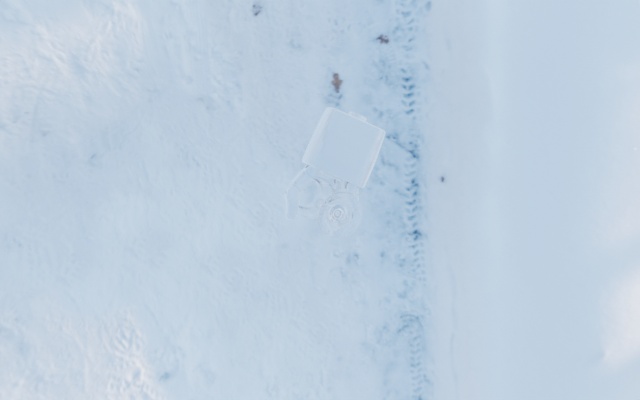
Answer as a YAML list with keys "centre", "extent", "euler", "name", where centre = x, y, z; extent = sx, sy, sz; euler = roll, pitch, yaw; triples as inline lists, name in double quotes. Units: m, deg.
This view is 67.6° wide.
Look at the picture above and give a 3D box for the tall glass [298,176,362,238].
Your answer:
- centre: [0.000, 0.003, 0.835]
  extent: [0.079, 0.079, 0.201]
  euler: [0, 12, -19]
  name: "tall glass"
